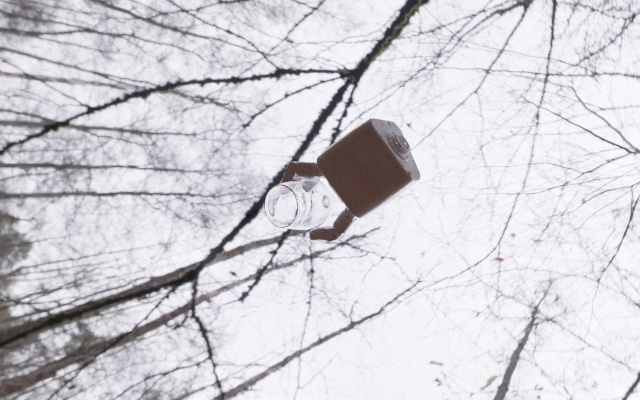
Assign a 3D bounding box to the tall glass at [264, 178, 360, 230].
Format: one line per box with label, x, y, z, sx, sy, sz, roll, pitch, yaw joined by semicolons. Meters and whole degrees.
tall glass;0.000;0.003;0.750;0.079;0.079;0.201;0;3;35
